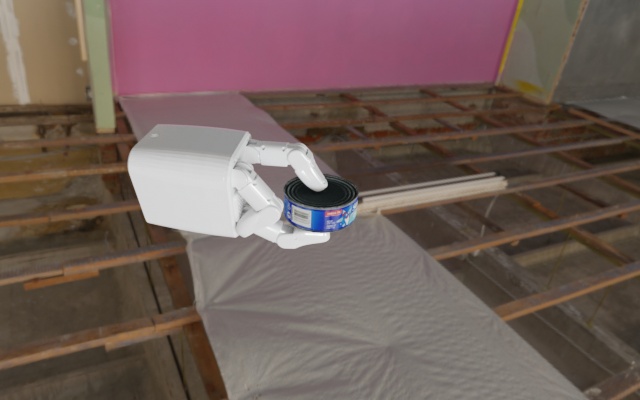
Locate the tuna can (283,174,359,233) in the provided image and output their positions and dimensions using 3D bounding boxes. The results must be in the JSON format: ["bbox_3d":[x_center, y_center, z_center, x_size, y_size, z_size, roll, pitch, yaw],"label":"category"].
[{"bbox_3d":[0.000,0.002,0.551,0.086,0.034,0.086,2,28,-1],"label":"tuna can"}]
